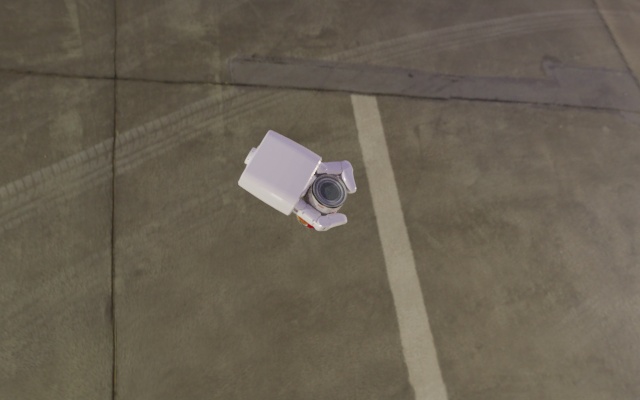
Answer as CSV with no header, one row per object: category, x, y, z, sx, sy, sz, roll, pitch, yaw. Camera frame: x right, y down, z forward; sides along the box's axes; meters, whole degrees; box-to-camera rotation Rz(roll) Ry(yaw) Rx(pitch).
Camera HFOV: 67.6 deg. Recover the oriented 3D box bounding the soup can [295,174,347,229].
soup can,0.001,0.003,0.871,0.068,0.068,0.102,0,-25,-22
